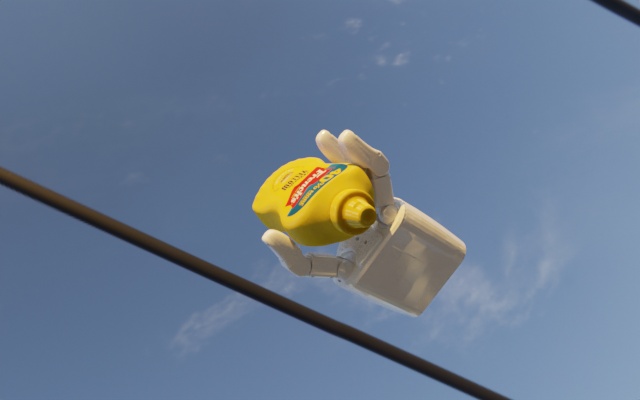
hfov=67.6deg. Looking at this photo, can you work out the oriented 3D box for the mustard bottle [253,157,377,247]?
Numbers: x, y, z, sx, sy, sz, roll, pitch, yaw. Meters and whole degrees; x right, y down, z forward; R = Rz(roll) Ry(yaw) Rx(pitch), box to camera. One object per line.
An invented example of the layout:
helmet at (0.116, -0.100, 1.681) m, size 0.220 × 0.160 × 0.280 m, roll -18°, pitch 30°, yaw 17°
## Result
mustard bottle at (0.000, 0.001, 0.484) m, size 0.096 × 0.058 × 0.191 m, roll -40°, pitch 22°, yaw -15°
